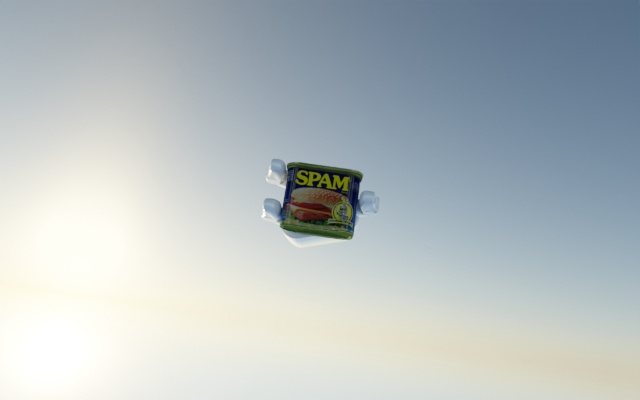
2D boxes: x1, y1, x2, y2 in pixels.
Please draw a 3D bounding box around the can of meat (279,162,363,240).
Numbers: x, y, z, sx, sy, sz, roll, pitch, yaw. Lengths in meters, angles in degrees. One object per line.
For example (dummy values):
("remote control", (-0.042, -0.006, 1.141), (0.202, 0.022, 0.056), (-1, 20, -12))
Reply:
("can of meat", (0.000, 0.002, 0.626), (0.102, 0.084, 0.057), (8, -14, 1))
